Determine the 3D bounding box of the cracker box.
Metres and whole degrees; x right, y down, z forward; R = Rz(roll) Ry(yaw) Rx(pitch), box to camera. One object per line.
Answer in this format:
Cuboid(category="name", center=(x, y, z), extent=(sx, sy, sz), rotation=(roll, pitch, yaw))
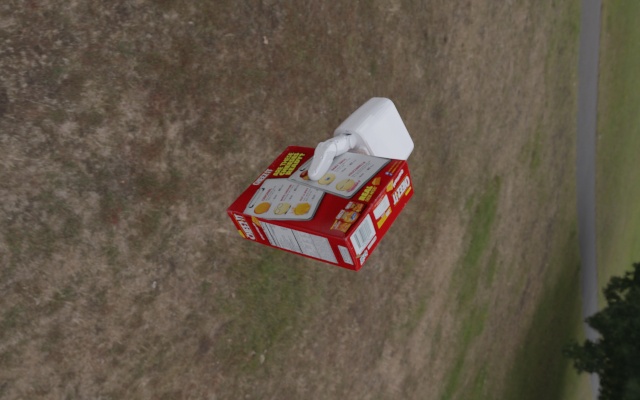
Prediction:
Cuboid(category="cracker box", center=(0.000, 0.002, 0.685), extent=(0.213, 0.072, 0.164), rotation=(11, 47, 37))
